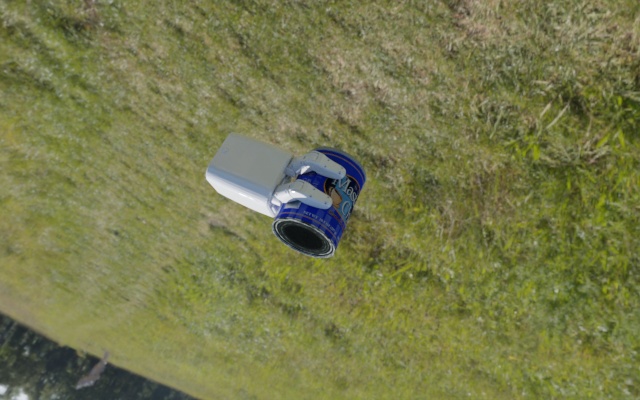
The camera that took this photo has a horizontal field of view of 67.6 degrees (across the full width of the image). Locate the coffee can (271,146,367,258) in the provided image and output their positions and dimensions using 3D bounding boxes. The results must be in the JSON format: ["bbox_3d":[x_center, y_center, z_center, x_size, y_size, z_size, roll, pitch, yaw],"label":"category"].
[{"bbox_3d":[0.000,0.002,0.737,0.103,0.140,0.103,19,-30,11],"label":"coffee can"}]
